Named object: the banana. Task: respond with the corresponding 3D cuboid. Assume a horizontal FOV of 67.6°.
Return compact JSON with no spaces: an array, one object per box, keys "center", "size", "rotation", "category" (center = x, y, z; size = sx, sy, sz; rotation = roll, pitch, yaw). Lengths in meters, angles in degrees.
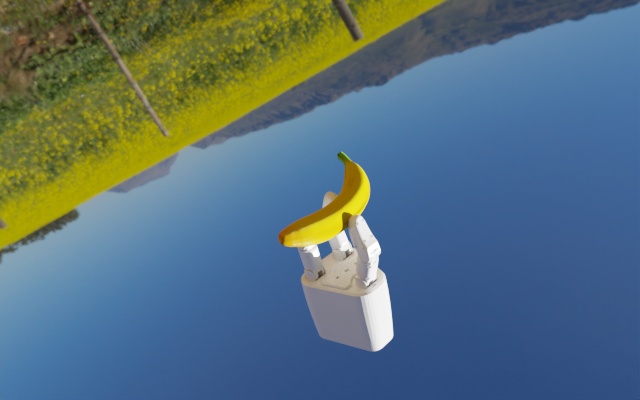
[{"center":[0.019,0.006,0.605],"size":[0.069,0.037,0.197],"rotation":[18,39,15],"category":"banana"}]
